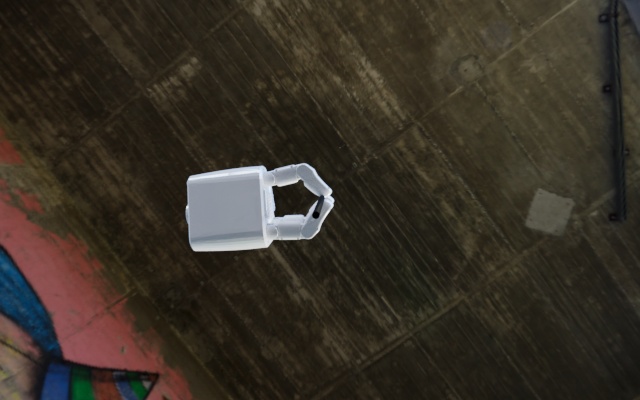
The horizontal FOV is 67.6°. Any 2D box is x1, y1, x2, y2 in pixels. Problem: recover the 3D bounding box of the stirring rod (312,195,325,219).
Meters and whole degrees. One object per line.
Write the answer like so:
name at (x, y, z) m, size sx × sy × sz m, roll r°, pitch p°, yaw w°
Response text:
stirring rod at (0.000, 0.002, 0.613) m, size 0.011 × 0.011 × 0.239 m, roll 0°, pitch 6°, yaw 2°
